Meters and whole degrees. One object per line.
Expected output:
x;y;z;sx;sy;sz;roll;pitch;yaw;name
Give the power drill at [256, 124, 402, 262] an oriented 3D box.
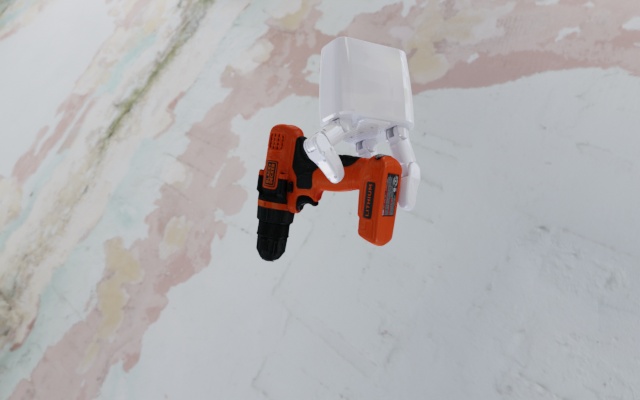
0.001;0.002;0.600;0.187;0.184;0.057;11;7;30;power drill
